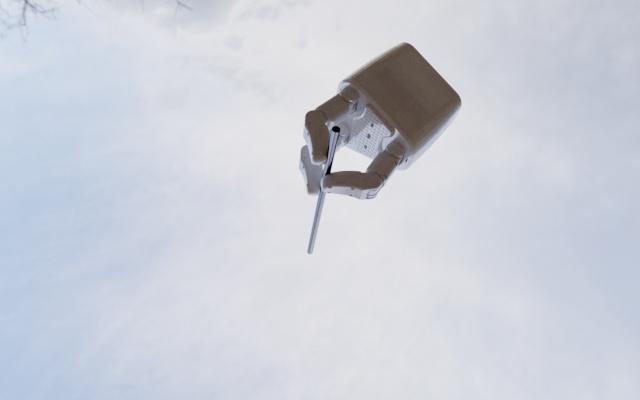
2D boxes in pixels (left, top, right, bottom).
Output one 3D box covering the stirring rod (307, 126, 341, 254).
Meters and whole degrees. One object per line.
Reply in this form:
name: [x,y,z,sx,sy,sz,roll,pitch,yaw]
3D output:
stirring rod: [0.000,0.002,0.525,0.011,0.011,0.240,0,-33,-8]
